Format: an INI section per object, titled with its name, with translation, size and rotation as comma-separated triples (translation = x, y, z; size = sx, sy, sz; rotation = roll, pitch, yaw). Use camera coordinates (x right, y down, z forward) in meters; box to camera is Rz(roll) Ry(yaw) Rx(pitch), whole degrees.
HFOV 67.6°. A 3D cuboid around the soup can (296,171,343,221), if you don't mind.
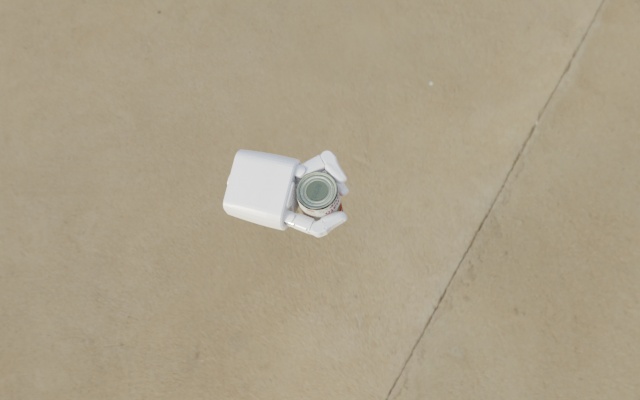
[soup can]
translation = 0.001, 0.003, 0.789
size = 0.068, 0.068, 0.102
rotation = 0, -23, 7
